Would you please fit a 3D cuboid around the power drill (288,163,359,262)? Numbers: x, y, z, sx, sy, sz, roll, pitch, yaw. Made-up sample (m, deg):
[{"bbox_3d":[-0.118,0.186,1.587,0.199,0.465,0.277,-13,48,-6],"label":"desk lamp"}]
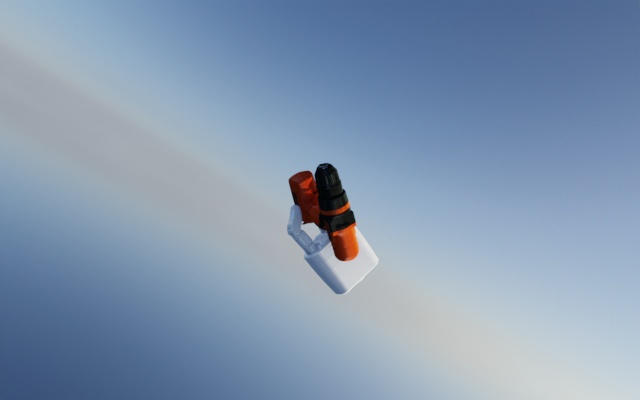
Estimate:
[{"bbox_3d":[0.000,0.003,0.876,0.057,0.184,0.187,-21,24,-15],"label":"power drill"}]
